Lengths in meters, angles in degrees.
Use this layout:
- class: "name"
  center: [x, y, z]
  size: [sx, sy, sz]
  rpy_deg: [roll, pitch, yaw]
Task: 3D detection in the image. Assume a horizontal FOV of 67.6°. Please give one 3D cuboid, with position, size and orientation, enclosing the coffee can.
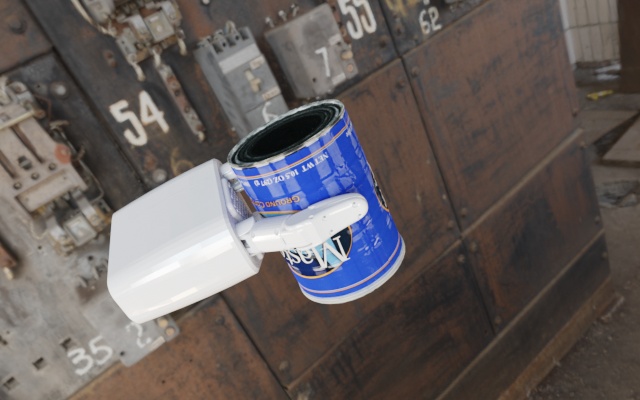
- class: "coffee can"
  center: [0.000, 0.001, 0.406]
  size: [0.103, 0.140, 0.102]
  rpy_deg: [-22, 25, 11]
